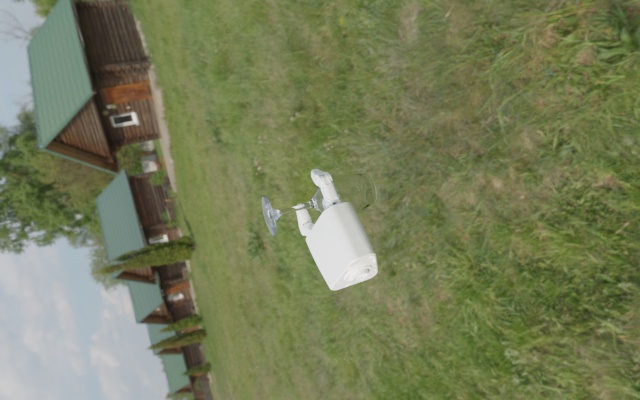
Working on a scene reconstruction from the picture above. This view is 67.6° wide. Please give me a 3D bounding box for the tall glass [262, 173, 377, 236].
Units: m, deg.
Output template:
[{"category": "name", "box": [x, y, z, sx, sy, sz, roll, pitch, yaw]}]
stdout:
[{"category": "tall glass", "box": [-0.001, 0.003, 0.867, 0.201, 0.079, 0.079, -16, 5, -18]}]
